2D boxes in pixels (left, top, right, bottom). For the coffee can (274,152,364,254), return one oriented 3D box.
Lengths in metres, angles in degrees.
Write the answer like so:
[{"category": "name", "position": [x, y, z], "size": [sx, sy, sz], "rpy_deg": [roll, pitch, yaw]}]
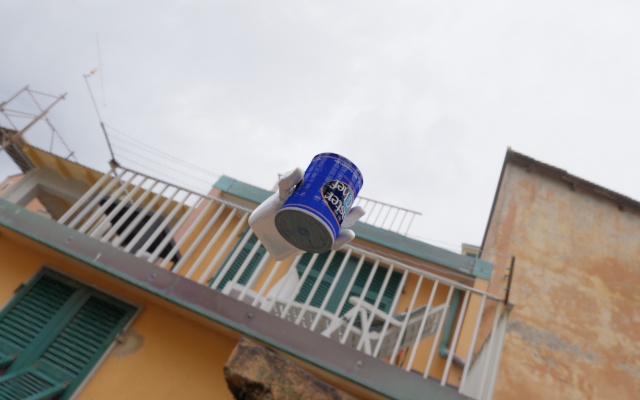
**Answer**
[{"category": "coffee can", "position": [0.000, 0.003, 0.797], "size": [0.103, 0.103, 0.140], "rpy_deg": [0, 44, 34]}]
